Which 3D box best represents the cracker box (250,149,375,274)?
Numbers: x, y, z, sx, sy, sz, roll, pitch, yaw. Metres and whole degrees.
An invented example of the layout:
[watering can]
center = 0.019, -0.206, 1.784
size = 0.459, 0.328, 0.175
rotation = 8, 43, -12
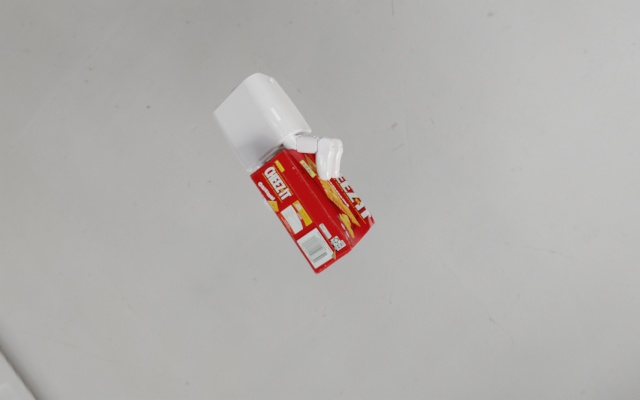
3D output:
[cracker box]
center = 0.000, 0.003, 0.731
size = 0.072, 0.164, 0.213
rotation = -35, -3, 16
